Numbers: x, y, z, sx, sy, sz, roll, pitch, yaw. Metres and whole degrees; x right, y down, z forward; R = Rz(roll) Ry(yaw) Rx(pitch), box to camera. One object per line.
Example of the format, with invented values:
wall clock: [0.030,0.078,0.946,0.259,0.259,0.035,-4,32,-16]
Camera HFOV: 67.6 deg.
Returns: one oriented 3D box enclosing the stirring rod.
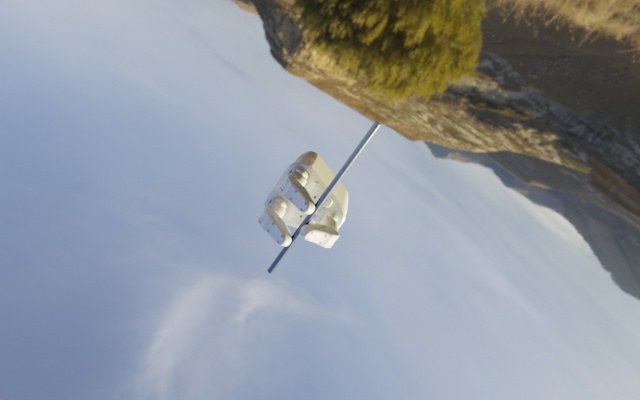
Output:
stirring rod: [0.000,0.002,0.595,0.011,0.239,0.011,32,19,-12]
